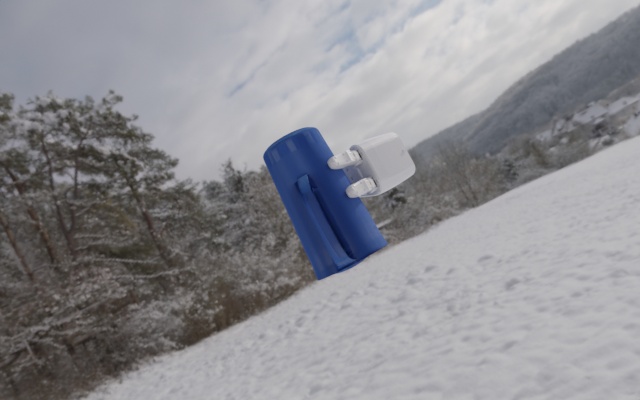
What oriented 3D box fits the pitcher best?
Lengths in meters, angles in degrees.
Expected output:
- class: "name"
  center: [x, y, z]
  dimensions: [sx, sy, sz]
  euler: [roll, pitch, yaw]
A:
- class: "pitcher"
  center: [0.000, 0.003, 0.801]
  dimensions: [0.145, 0.243, 0.149]
  euler: [-25, -5, -35]
